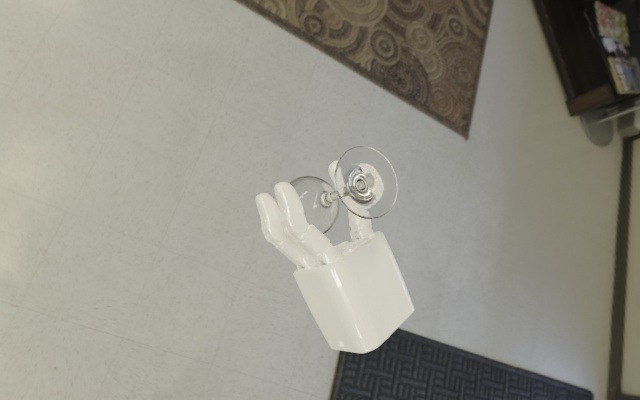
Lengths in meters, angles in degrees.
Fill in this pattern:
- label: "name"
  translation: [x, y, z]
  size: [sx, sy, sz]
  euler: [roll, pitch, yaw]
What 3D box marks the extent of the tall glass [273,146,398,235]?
- label: "tall glass"
  translation: [0.000, 0.002, 0.556]
  size: [0.079, 0.079, 0.201]
  euler: [0, -11, -28]
